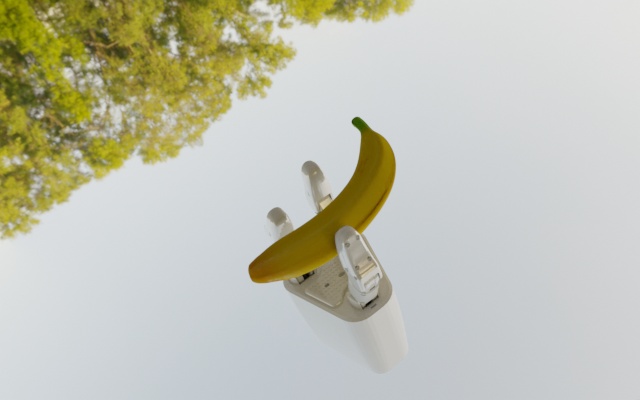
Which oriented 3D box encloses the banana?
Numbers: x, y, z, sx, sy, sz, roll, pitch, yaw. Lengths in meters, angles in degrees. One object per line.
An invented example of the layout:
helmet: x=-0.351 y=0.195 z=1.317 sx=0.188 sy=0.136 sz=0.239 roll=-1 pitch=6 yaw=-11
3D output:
banana: x=0.017 y=0.003 z=0.417 sx=0.069 sy=0.197 sz=0.037 roll=15 pitch=-36 yaw=30
